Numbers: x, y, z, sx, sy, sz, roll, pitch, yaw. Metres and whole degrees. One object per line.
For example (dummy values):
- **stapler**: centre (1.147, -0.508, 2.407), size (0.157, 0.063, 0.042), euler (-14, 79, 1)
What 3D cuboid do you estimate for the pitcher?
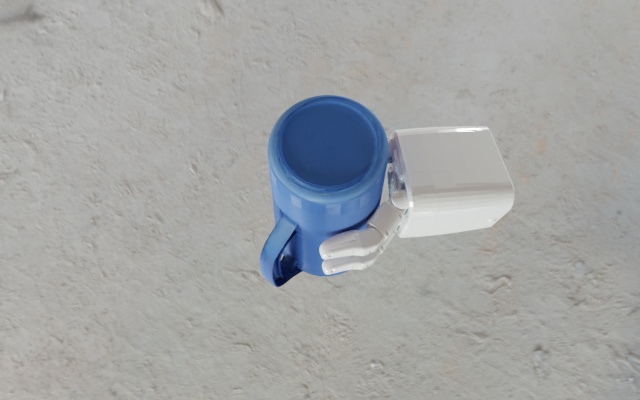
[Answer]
- **pitcher**: centre (0.000, 0.002, 0.522), size (0.145, 0.149, 0.243), euler (-4, -21, -1)
